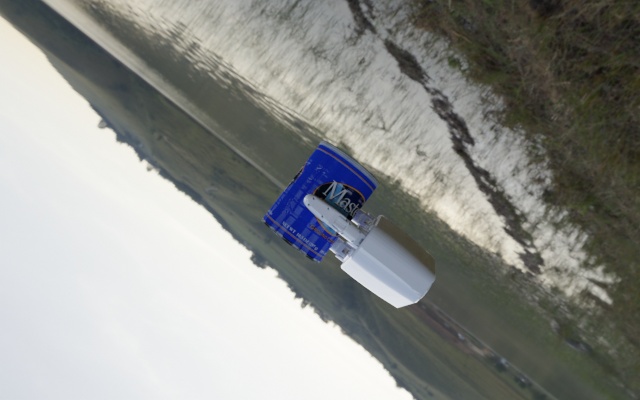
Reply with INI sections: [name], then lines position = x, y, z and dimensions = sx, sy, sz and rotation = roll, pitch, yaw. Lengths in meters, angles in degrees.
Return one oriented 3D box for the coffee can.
[coffee can]
position = 0.000, 0.002, 0.670
dimensions = 0.103, 0.140, 0.103
rotation = 37, -2, 1
